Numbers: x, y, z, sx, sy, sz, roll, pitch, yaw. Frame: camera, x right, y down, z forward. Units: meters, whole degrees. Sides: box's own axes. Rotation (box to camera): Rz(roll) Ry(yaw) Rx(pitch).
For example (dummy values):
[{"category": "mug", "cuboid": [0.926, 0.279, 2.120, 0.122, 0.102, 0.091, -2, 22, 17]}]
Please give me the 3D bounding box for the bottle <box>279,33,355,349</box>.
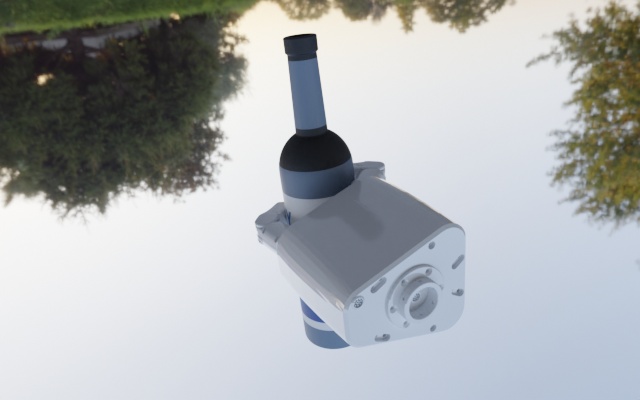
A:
[{"category": "bottle", "cuboid": [0.000, 0.002, 0.441, 0.069, 0.296, 0.069, -6, 25, 3]}]
